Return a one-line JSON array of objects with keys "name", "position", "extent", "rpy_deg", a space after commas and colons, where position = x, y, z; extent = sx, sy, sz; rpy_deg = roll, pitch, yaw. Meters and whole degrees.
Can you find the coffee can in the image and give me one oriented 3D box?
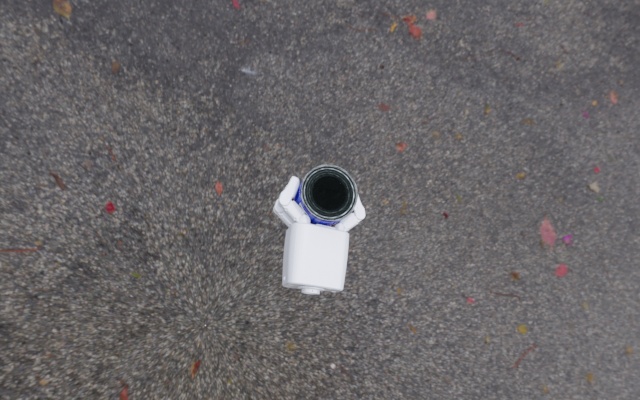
[{"name": "coffee can", "position": [0.000, 0.003, 0.891], "extent": [0.103, 0.102, 0.140], "rpy_deg": [0, -14, -14]}]
